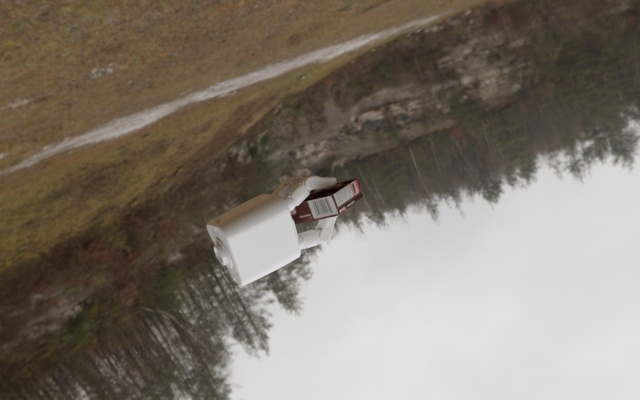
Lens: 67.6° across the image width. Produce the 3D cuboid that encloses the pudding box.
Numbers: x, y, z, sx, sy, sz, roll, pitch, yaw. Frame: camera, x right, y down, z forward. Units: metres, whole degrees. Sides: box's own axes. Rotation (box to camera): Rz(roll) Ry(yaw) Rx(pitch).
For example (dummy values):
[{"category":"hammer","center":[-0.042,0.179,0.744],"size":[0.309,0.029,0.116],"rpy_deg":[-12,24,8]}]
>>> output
[{"category":"pudding box","center":[0.000,0.003,0.783],"size":[0.113,0.039,0.090],"rpy_deg":[-10,14,35]}]
